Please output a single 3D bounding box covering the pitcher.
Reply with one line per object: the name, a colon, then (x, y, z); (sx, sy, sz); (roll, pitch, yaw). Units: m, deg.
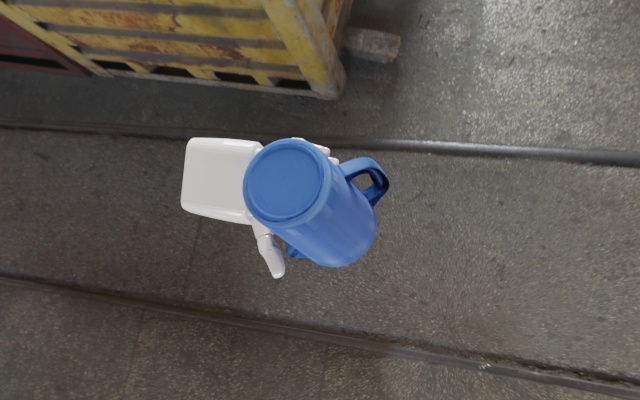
pitcher: (0.000, 0.002, 0.640); (0.145, 0.149, 0.243); (10, -12, 18)
